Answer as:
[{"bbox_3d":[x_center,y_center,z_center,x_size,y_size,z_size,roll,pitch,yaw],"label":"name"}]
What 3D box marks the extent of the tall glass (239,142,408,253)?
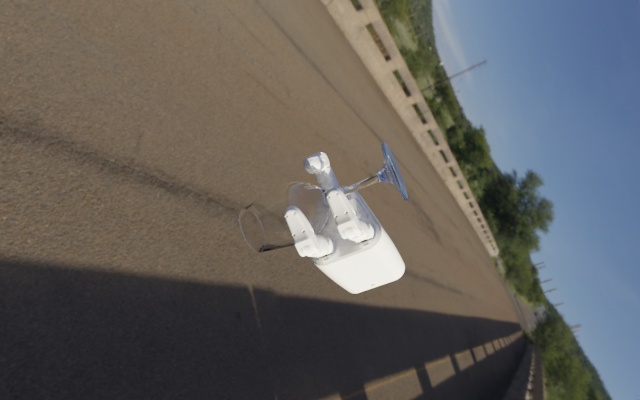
[{"bbox_3d":[0.001,0.002,0.587,0.201,0.079,0.079,-22,-7,17],"label":"tall glass"}]
